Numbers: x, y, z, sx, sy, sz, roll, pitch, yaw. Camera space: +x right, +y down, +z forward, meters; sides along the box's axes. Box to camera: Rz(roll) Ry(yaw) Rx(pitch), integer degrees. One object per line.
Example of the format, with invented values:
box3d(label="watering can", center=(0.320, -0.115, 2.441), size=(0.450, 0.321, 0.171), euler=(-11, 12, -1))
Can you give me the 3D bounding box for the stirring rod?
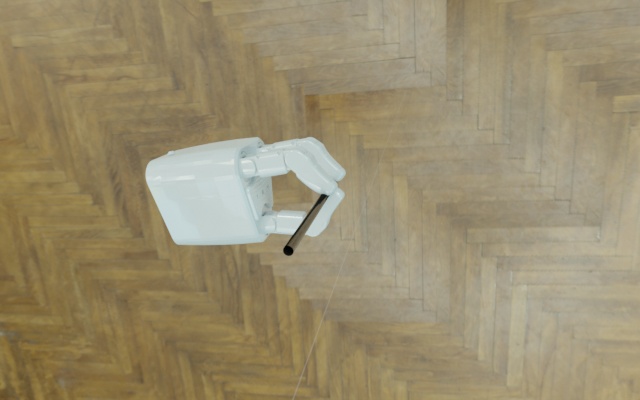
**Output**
box3d(label="stirring rod", center=(0.000, 0.002, 0.458), size=(0.011, 0.011, 0.239), euler=(0, 17, 12))
